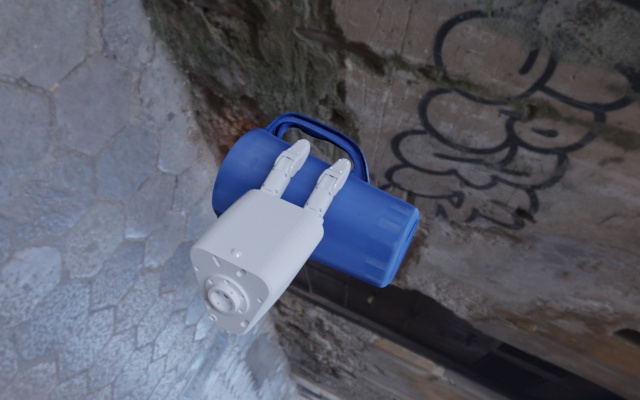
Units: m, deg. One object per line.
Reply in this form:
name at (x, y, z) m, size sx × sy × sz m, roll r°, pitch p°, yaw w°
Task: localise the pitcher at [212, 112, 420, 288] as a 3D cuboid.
pitcher at (0.000, 0.002, 0.609) m, size 0.243 × 0.149 × 0.145 m, roll 24°, pitch 38°, yaw 14°
